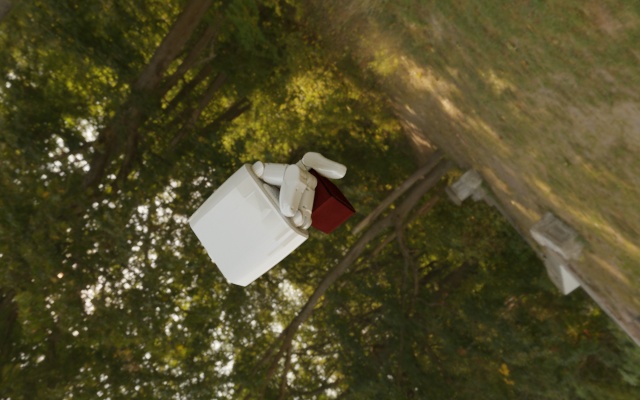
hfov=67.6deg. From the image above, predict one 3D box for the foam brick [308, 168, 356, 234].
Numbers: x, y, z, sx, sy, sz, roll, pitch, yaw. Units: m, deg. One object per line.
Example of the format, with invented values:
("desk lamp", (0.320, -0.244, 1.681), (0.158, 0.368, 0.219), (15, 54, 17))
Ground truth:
("foam brick", (0.000, 0.002, 0.630), (0.051, 0.053, 0.078), (-41, -31, 9))
